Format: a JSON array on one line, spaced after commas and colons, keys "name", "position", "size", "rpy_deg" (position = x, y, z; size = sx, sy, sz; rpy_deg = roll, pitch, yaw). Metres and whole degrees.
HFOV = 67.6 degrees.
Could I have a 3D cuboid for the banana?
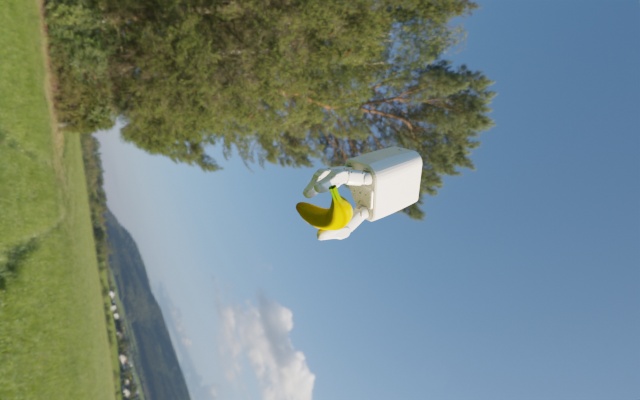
[{"name": "banana", "position": [0.009, 0.019, 0.790], "size": [0.037, 0.069, 0.198], "rpy_deg": [-26, 0, -22]}]
